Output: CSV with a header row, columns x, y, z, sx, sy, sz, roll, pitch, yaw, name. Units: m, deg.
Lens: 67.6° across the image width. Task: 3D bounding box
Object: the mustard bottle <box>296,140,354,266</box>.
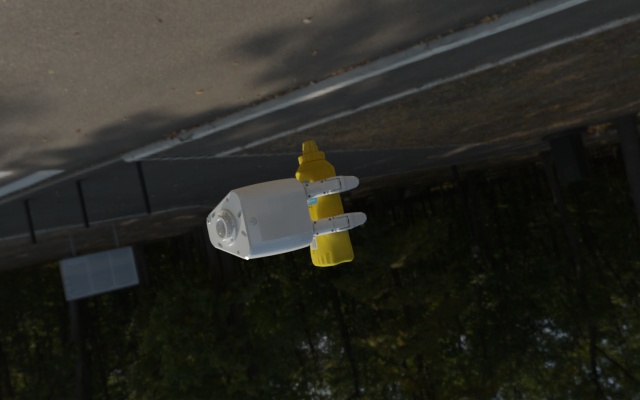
x,y,z,sx,sy,sz,roll,pitch,yaw,name
0.000,0.003,0.738,0.058,0.191,0.096,-12,-2,-17,mustard bottle
